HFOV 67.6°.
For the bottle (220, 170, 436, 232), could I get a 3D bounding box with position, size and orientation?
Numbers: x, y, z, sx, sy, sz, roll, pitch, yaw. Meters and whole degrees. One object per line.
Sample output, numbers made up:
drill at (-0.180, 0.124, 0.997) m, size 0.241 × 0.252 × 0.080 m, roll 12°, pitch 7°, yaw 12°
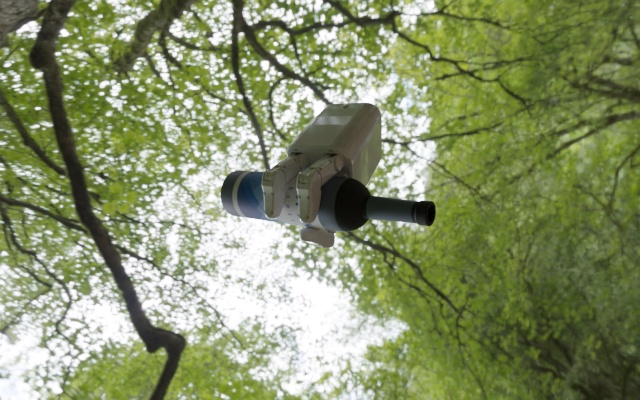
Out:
bottle at (0.000, 0.002, 0.598) m, size 0.295 × 0.069 × 0.069 m, roll 6°, pitch 3°, yaw 36°
